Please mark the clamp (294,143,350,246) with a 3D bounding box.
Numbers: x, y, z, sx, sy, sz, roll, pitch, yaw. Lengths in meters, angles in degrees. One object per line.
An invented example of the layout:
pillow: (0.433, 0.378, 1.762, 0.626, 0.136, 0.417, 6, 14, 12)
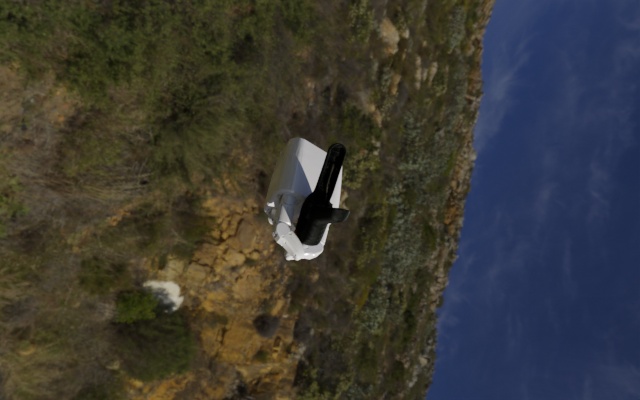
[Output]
clamp: (0.001, 0.003, 0.672, 0.039, 0.120, 0.171, 18, -31, -16)
